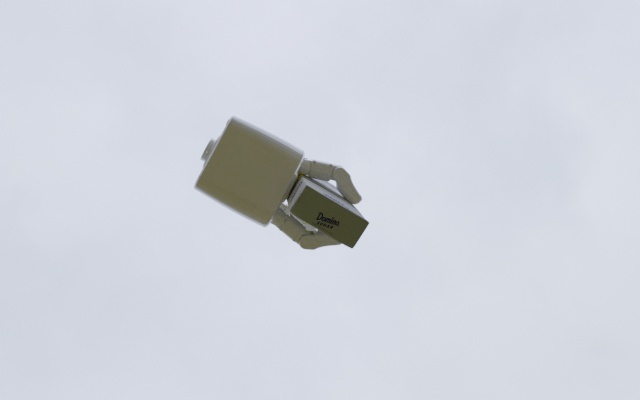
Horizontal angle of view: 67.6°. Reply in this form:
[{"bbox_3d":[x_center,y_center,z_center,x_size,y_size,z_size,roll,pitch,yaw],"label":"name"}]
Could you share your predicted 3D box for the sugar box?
[{"bbox_3d":[0.000,0.002,0.645,0.093,0.048,0.176,31,9,-12],"label":"sugar box"}]
